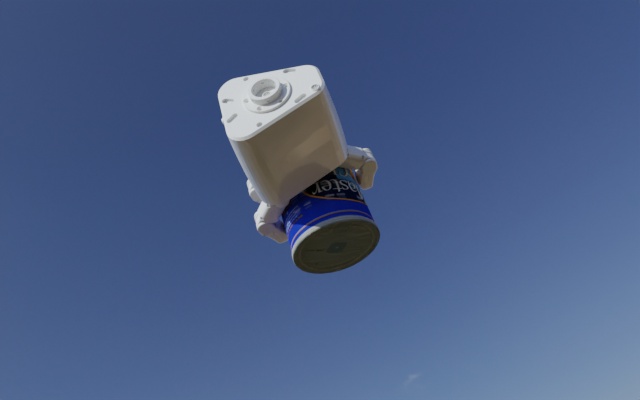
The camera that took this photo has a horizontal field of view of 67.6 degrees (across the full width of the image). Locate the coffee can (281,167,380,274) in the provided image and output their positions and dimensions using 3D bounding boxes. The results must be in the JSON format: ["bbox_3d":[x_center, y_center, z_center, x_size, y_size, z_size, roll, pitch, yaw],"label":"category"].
[{"bbox_3d":[0.000,0.002,0.577,0.103,0.140,0.103,-12,-38,-10],"label":"coffee can"}]
